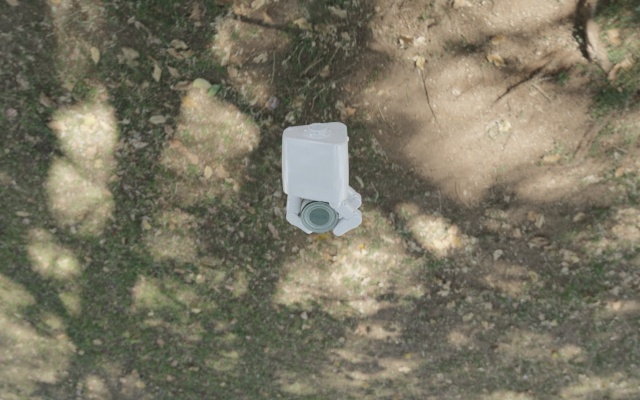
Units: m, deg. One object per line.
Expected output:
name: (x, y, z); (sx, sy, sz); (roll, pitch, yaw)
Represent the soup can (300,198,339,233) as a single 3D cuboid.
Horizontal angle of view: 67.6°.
soup can: (0.000, 0.003, 0.861); (0.068, 0.068, 0.102); (0, 32, 2)
